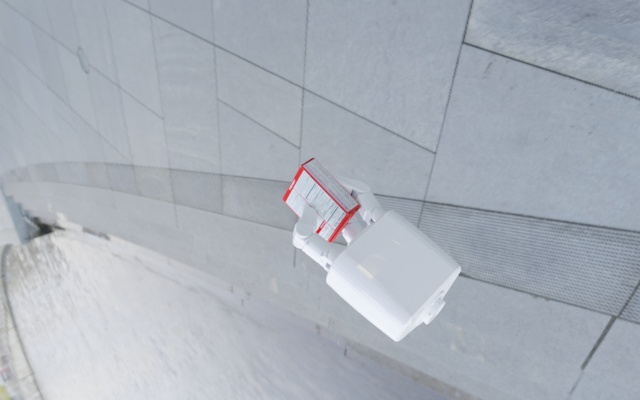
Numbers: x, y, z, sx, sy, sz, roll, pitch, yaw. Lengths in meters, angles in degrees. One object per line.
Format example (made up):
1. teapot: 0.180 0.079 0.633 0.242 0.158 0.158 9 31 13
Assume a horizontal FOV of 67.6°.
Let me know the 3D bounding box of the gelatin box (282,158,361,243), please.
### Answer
1. gelatin box: 0.000 0.002 0.608 0.030 0.089 0.073 -35 -15 -41
